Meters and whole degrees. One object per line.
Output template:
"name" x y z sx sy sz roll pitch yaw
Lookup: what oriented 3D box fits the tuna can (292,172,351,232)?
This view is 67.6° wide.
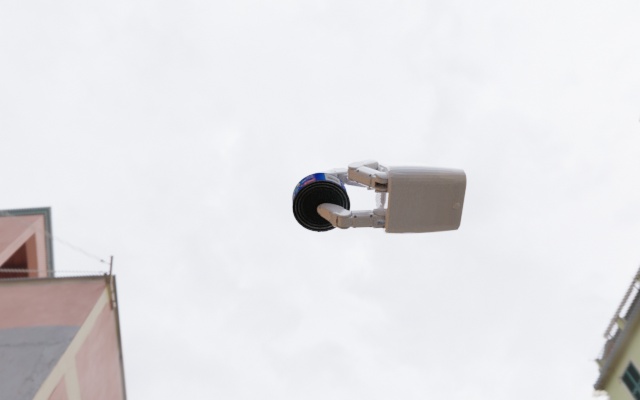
"tuna can" 0.000 0.002 0.707 0.086 0.086 0.033 0 28 -6
